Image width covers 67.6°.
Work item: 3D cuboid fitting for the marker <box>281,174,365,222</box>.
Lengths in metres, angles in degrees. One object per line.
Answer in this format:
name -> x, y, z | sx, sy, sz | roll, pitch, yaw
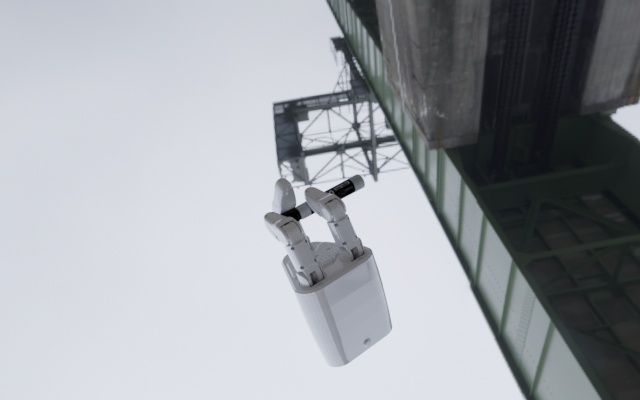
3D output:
marker -> 0.000, 0.002, 0.560 | 0.121, 0.020, 0.020 | -28, 12, -24
